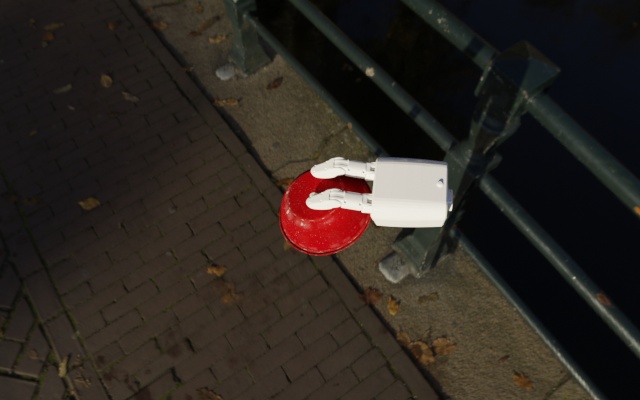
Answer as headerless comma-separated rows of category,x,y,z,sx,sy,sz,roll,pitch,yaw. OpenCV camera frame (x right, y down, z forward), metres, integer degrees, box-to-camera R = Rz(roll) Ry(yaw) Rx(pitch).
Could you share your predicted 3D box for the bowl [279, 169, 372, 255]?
bowl,-0.001,0.003,0.759,0.162,0.162,0.055,0,-27,20
